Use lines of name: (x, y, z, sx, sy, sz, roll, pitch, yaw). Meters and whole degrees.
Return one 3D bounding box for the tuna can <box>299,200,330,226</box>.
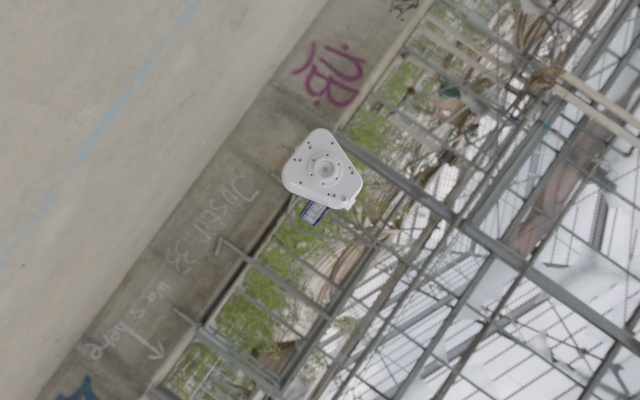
tuna can: (0.001, 0.003, 0.841, 0.034, 0.086, 0.086, 36, -2, -3)
